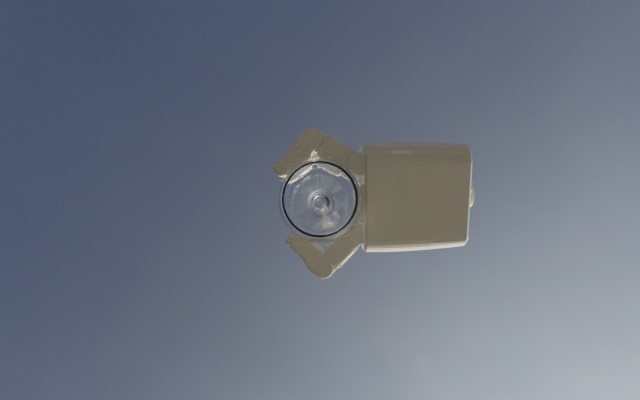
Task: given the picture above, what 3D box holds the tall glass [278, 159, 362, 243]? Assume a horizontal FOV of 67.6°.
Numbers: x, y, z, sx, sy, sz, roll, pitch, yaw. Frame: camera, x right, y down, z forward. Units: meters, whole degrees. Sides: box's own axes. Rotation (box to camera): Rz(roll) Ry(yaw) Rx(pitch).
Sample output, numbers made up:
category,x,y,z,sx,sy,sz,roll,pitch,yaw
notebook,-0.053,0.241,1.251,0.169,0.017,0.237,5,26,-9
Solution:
category,x,y,z,sx,sy,sz,roll,pitch,yaw
tall glass,0.000,0.002,0.482,0.079,0.079,0.201,0,-1,1
